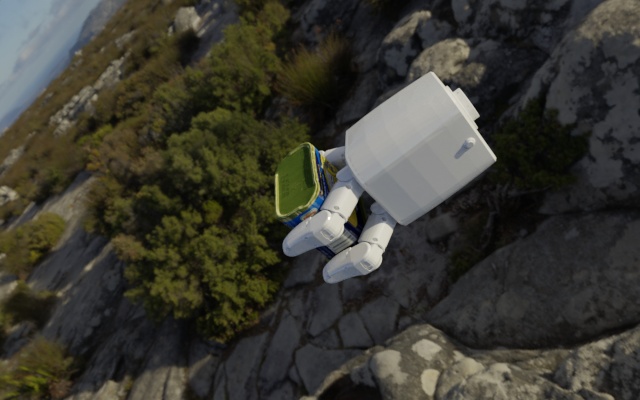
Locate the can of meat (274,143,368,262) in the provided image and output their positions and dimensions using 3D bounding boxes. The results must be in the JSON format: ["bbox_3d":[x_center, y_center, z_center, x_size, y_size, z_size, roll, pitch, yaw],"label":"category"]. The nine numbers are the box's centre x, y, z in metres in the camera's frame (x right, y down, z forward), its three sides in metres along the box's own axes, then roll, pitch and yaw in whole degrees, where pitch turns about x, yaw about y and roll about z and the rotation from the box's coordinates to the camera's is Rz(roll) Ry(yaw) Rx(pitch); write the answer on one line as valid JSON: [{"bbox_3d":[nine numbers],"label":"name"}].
[{"bbox_3d":[0.000,0.001,0.484,0.057,0.102,0.084,-34,-54,20],"label":"can of meat"}]
